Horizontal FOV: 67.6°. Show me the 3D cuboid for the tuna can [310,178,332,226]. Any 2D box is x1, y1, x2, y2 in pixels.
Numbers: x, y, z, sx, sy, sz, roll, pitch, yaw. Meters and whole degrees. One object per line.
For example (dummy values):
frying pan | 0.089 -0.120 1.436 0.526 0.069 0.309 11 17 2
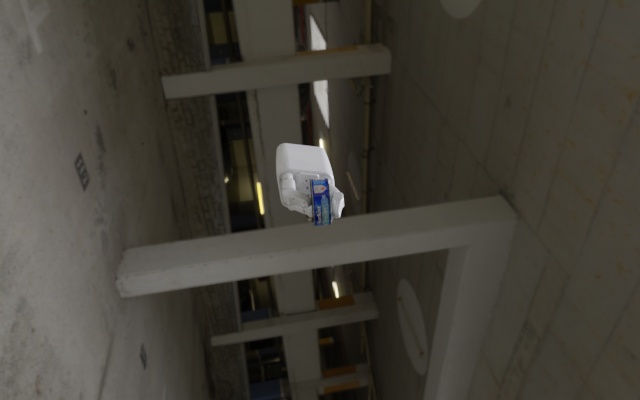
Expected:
tuna can | 0.001 0.003 0.861 0.034 0.086 0.086 -4 0 -2
